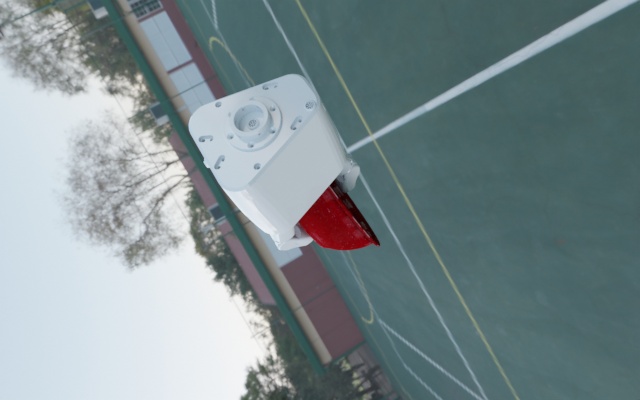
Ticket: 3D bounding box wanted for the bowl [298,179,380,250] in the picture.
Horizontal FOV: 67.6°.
[{"bbox_3d":[0.000,0.003,0.551,0.055,0.162,0.162,-37,-5,7],"label":"bowl"}]
